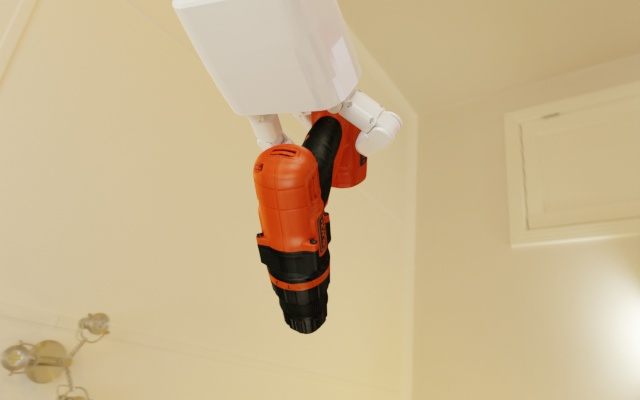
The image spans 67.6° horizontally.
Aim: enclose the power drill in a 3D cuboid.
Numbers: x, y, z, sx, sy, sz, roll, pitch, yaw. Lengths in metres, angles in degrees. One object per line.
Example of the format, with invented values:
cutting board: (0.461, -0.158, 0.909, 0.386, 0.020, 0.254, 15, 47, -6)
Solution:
power drill: (0.000, 0.001, 0.433, 0.057, 0.185, 0.187, 6, 38, 13)
